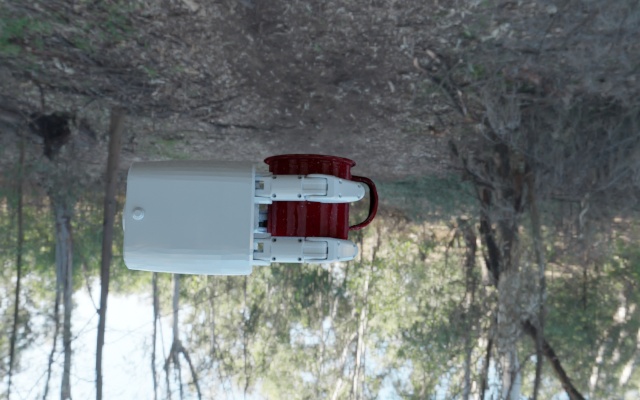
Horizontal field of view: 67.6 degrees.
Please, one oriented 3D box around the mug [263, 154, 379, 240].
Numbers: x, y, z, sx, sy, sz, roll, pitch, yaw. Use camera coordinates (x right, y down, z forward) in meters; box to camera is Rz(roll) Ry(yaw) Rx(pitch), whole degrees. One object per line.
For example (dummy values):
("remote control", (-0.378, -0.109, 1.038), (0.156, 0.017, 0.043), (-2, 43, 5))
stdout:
("mug", (0.001, 0.002, 0.481), (0.117, 0.081, 0.093), (2, -4, -7))
